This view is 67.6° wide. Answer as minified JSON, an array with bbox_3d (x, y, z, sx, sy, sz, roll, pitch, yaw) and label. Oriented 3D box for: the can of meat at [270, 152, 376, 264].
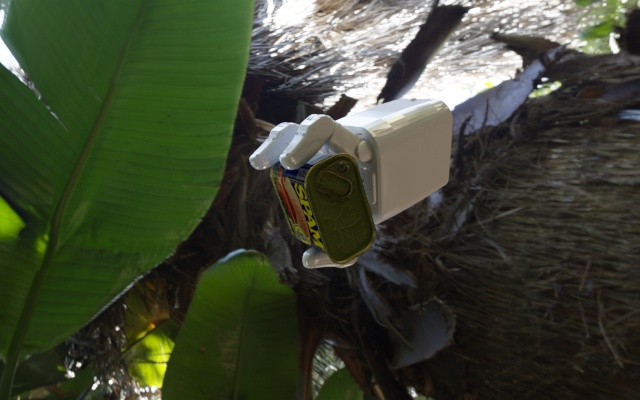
[{"bbox_3d":[0.000,0.002,0.472,0.057,0.102,0.084,-28,23,-23],"label":"can of meat"}]
